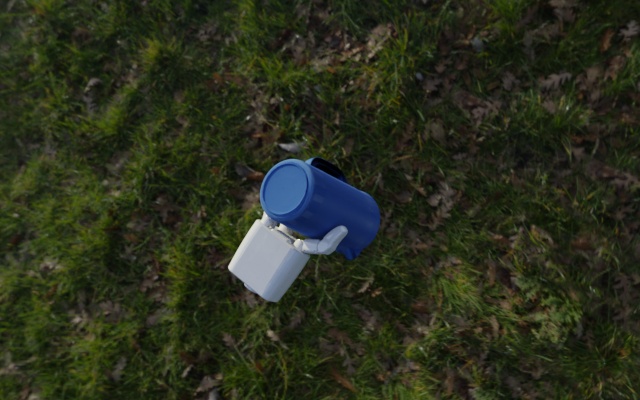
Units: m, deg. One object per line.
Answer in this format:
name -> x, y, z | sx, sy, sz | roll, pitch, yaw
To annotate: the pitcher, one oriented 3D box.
pitcher -> 0.000, 0.003, 0.873 | 0.149, 0.145, 0.243 | 35, 4, 34
